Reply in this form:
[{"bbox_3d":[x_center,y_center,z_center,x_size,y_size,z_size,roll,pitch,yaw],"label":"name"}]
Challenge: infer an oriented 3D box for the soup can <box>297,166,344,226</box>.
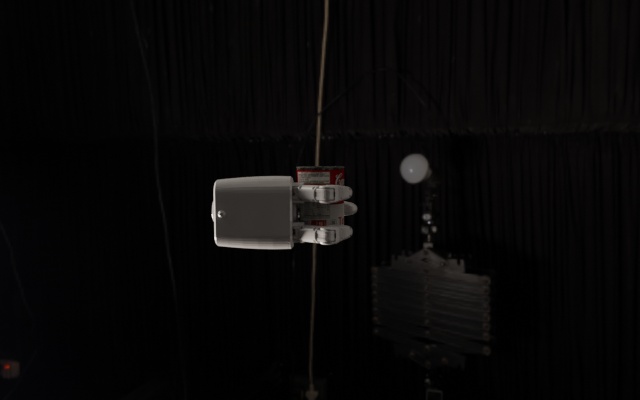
[{"bbox_3d":[0.001,0.003,0.681,0.068,0.102,0.068,0,5,0],"label":"soup can"}]
